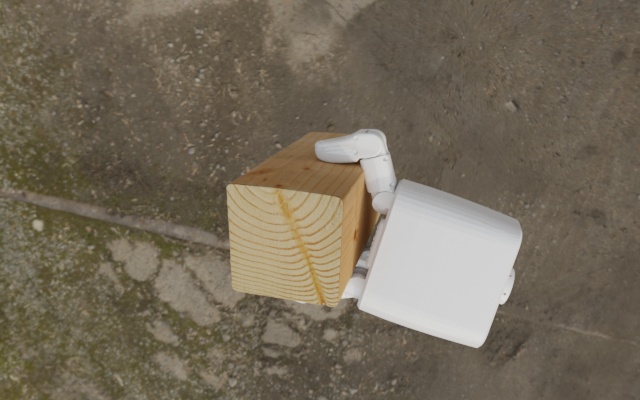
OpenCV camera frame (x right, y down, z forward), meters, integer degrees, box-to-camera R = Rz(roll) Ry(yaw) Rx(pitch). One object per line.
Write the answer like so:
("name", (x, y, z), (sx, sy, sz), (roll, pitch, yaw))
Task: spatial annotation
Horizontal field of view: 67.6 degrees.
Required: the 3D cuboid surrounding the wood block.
("wood block", (0.000, 0.001, 0.445), (0.090, 0.091, 0.206), (7, 20, 14))
